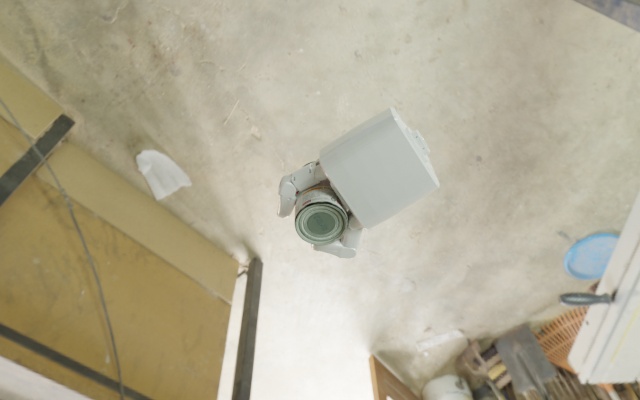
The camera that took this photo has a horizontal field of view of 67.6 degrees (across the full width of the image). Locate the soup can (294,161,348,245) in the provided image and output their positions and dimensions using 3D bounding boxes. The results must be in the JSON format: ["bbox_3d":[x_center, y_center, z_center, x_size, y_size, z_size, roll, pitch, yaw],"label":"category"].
[{"bbox_3d":[0.000,0.002,0.626,0.068,0.068,0.102,0,34,-2],"label":"soup can"}]
